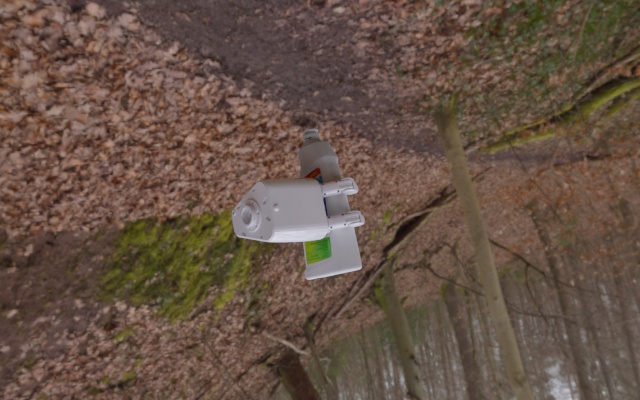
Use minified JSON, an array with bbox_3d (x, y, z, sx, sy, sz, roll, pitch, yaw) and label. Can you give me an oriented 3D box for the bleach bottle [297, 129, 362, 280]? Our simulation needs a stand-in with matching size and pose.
[{"bbox_3d":[0.000,0.003,0.820,0.068,0.250,0.102,-2,-14,-43],"label":"bleach bottle"}]
